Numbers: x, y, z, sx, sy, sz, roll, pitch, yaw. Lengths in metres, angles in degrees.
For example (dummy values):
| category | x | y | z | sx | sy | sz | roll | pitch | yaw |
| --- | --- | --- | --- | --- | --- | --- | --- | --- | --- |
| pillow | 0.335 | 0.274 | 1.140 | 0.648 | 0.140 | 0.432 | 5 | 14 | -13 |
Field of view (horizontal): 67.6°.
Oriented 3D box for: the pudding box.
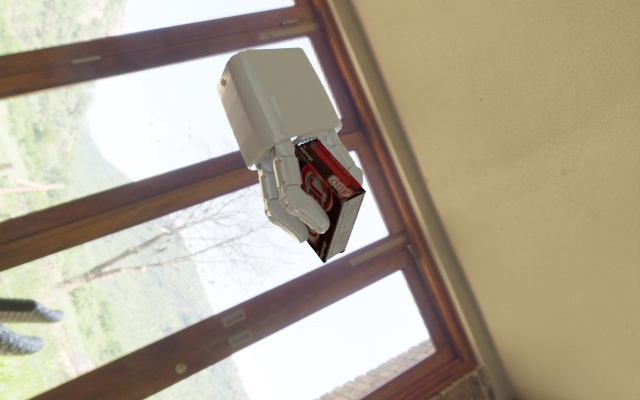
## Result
| category | x | y | z | sx | sy | sz | roll | pitch | yaw |
| --- | --- | --- | --- | --- | --- | --- | --- | --- | --- |
| pudding box | 0.000 | 0.002 | 0.533 | 0.039 | 0.090 | 0.114 | -24 | -32 | -26 |
